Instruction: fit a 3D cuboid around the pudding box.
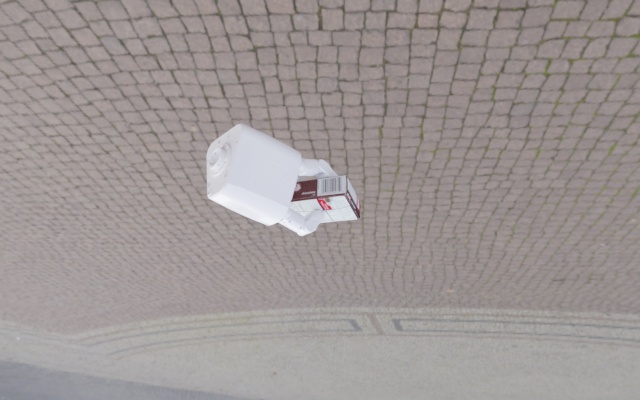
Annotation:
[{"bbox_3d":[0.000,0.003,0.772,0.113,0.039,0.090,-6,-29,17],"label":"pudding box"}]
